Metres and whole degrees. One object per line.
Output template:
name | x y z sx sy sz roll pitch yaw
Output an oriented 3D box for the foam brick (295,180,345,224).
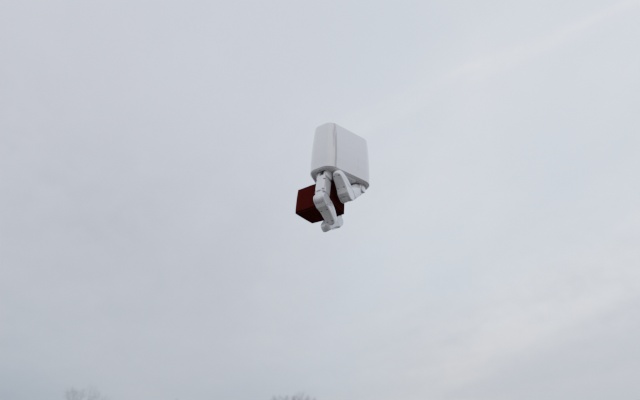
foam brick | 0.000 0.003 0.888 0.078 0.051 0.053 -18 -35 31
